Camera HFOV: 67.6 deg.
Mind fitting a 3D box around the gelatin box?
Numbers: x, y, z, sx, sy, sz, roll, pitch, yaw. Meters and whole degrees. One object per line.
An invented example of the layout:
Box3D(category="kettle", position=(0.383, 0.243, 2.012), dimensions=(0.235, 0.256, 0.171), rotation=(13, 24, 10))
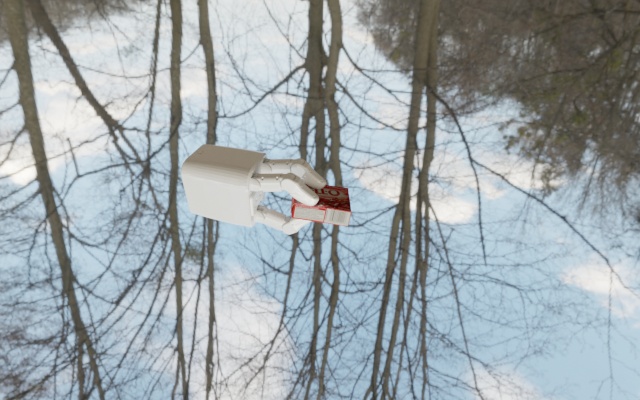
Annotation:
Box3D(category="gelatin box", position=(0.000, 0.003, 0.731), dimensions=(0.089, 0.030, 0.073), rotation=(9, 30, -6))
